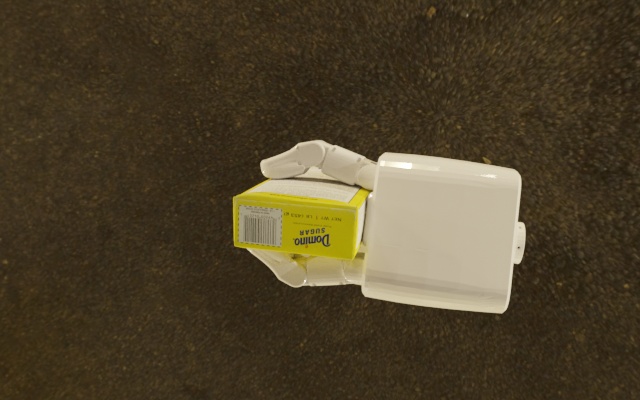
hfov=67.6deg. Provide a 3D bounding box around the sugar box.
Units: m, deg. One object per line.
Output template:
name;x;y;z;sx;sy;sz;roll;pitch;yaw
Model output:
sugar box;0.000;0.002;0.420;0.093;0.048;0.176;6;11;13
